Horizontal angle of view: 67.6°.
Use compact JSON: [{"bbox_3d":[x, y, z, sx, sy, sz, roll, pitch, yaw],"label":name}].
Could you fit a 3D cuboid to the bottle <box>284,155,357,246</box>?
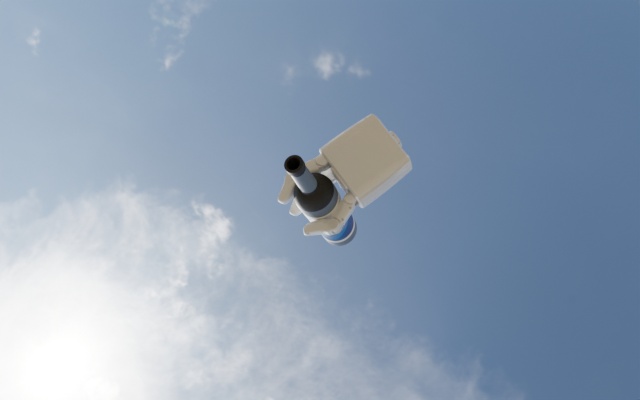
[{"bbox_3d":[0.000,0.003,0.776,0.069,0.069,0.296,0,-21,15],"label":"bottle"}]
